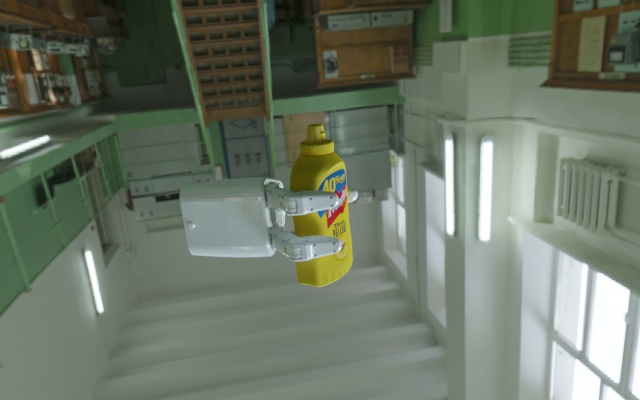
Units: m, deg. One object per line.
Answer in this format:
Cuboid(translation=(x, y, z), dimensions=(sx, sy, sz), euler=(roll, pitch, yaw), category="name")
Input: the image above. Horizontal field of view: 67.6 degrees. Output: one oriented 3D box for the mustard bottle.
Cuboid(translation=(0.000, 0.002, 0.591), dimensions=(0.058, 0.192, 0.096), euler=(6, 19, 31), category="mustard bottle")
